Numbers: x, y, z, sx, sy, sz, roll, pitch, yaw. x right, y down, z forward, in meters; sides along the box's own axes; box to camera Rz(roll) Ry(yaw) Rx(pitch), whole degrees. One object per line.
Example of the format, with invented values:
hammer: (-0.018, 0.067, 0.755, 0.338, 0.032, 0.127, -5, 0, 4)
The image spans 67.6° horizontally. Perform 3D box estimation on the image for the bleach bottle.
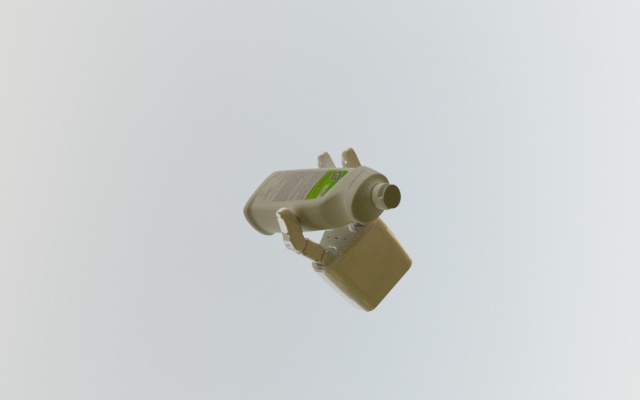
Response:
bleach bottle: (0.000, 0.002, 0.633, 0.251, 0.102, 0.068, 0, -41, 52)
